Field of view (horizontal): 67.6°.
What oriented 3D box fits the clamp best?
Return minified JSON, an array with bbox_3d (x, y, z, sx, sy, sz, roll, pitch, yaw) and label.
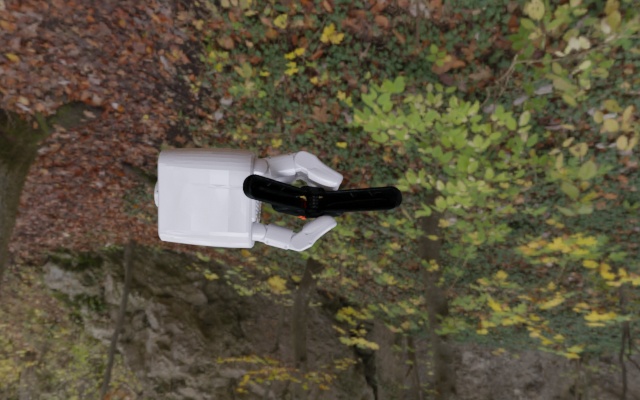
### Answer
[{"bbox_3d":[0.000,0.003,0.573,0.164,0.036,0.210,5,-7,-2],"label":"clamp"}]
